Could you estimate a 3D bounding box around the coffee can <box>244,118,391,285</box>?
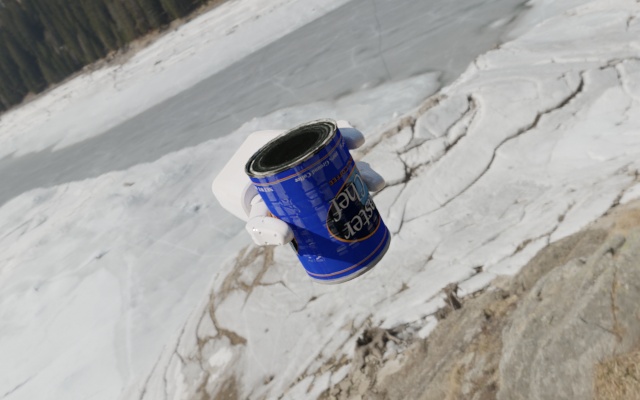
[{"bbox_3d":[0.000,0.002,0.495,0.103,0.140,0.102,-23,26,12],"label":"coffee can"}]
